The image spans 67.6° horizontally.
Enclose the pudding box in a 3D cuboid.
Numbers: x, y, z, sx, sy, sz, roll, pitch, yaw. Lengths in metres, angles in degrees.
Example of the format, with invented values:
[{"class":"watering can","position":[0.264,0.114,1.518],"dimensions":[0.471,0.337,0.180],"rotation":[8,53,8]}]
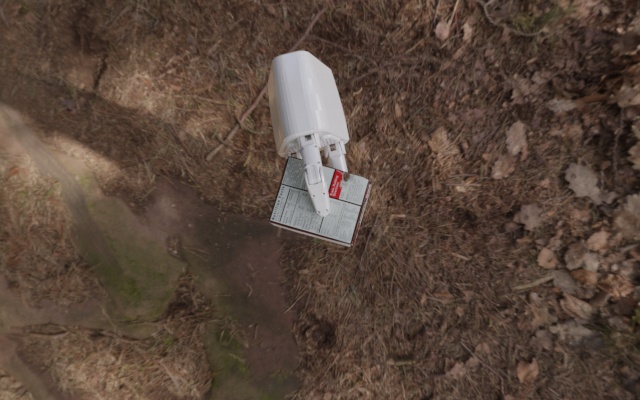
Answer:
[{"class":"pudding box","position":[0.000,0.002,0.606],"dimensions":[0.113,0.090,0.039],"rotation":[16,-6,8]}]
